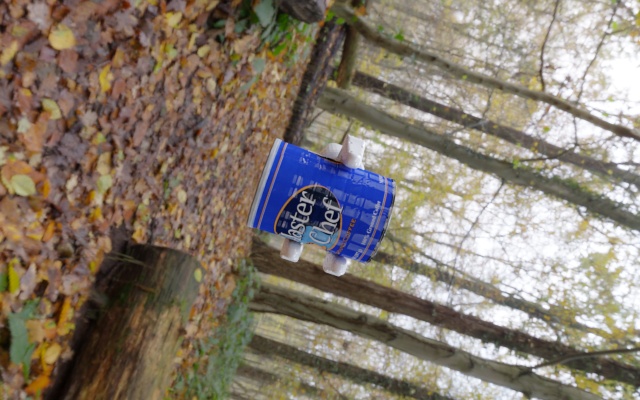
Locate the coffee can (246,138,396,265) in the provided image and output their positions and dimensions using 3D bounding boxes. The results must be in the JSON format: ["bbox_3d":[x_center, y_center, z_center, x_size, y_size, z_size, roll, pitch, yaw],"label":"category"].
[{"bbox_3d":[0.000,0.002,0.535,0.140,0.103,0.103,19,-2,-5],"label":"coffee can"}]
